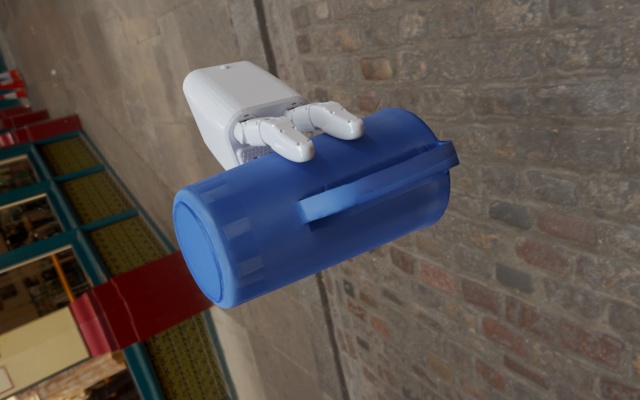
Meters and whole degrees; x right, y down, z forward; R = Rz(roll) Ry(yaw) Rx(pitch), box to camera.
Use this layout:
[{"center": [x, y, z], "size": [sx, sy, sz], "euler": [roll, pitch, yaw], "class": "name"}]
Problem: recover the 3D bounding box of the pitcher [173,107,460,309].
[{"center": [0.000, 0.001, 0.442], "size": [0.243, 0.149, 0.145], "euler": [-22, 49, -30], "class": "pitcher"}]
